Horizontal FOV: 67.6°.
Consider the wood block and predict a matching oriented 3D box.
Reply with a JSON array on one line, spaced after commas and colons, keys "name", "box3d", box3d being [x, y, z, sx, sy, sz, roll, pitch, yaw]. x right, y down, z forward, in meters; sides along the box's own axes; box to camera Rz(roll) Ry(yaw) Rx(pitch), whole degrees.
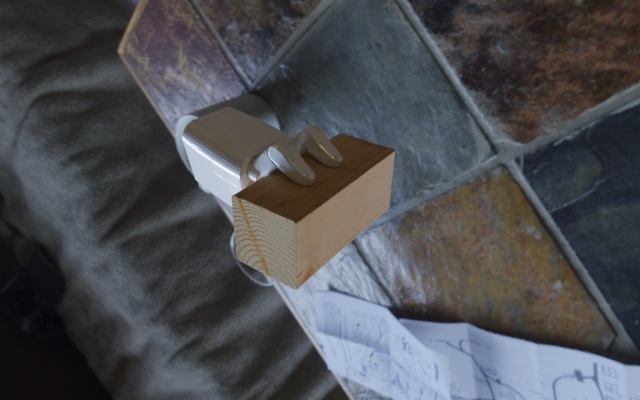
[{"name": "wood block", "box3d": [0.000, 0.002, 0.575, 0.090, 0.091, 0.206, 22, 37, 29]}]
